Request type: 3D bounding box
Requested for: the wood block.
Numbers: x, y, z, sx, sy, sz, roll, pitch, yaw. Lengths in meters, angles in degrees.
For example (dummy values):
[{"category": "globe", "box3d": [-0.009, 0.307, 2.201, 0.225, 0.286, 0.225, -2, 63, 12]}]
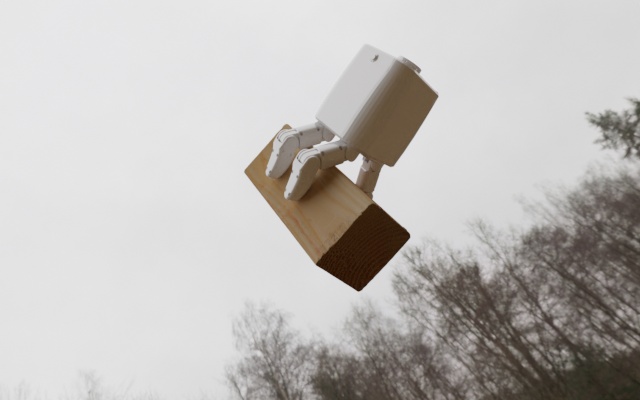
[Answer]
[{"category": "wood block", "box3d": [0.000, 0.002, 0.581, 0.091, 0.090, 0.206, 37, 7, -43]}]
